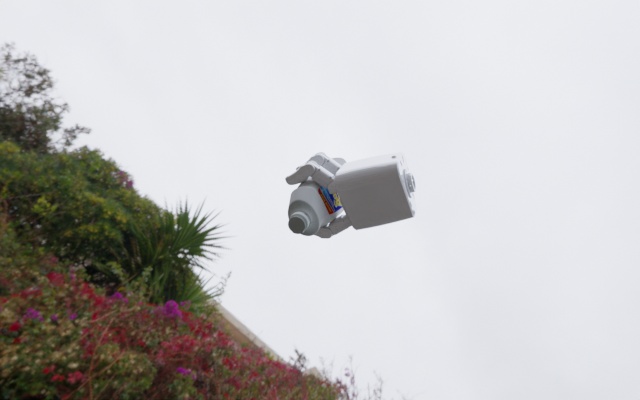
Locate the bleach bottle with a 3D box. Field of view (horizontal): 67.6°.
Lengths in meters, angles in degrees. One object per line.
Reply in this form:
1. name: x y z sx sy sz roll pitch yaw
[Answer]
1. bleach bottle: 0.000 0.003 0.833 0.068 0.102 0.250 -12 16 20
